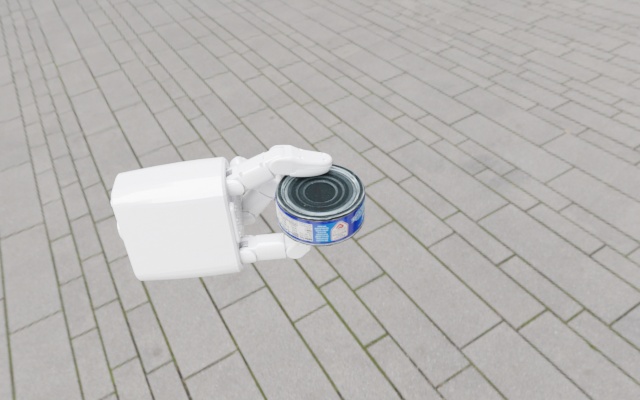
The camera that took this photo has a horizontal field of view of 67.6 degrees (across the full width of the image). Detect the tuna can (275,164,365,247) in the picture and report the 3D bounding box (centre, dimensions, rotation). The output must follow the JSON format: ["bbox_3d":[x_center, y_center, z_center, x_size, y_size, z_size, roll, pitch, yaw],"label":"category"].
[{"bbox_3d":[0.000,0.001,0.454,0.086,0.034,0.086,-1,41,1],"label":"tuna can"}]
